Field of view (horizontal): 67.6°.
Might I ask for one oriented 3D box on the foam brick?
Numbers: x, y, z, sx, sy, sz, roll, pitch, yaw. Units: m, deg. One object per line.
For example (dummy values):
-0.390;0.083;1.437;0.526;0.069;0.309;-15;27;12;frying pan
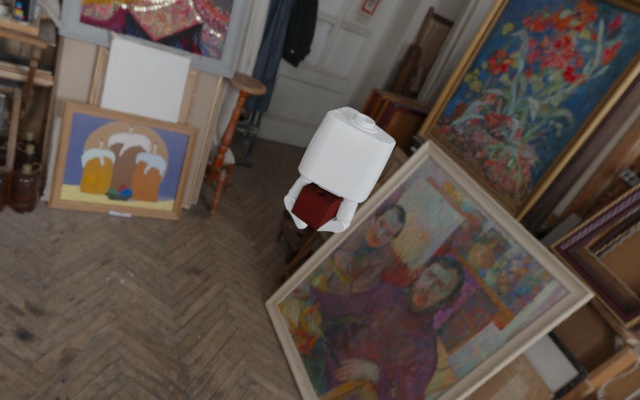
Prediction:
0.000;0.003;0.749;0.053;0.051;0.078;35;28;13;foam brick
